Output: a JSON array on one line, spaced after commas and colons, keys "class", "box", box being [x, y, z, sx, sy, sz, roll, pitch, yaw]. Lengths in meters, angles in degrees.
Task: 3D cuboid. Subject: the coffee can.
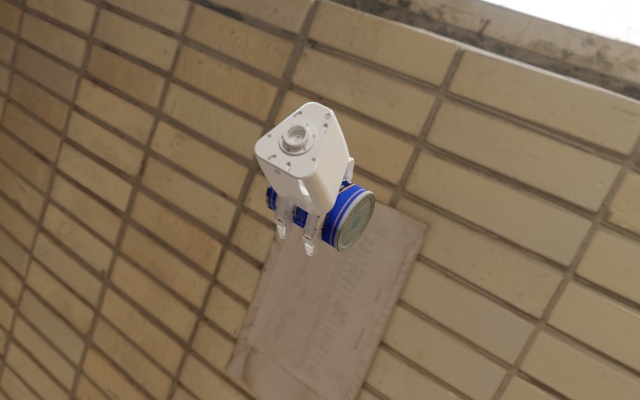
[{"class": "coffee can", "box": [0.000, 0.003, 0.750, 0.140, 0.103, 0.103, 30, 13, 23]}]
